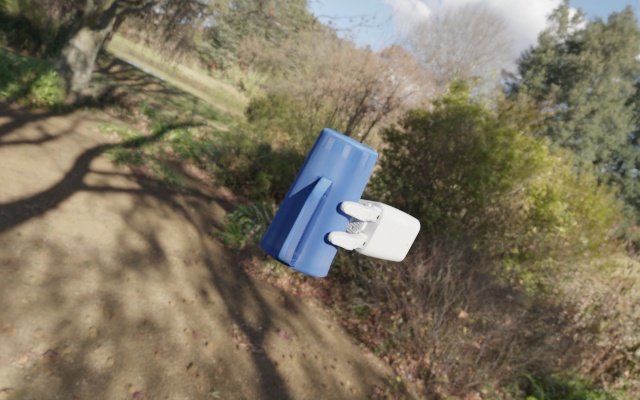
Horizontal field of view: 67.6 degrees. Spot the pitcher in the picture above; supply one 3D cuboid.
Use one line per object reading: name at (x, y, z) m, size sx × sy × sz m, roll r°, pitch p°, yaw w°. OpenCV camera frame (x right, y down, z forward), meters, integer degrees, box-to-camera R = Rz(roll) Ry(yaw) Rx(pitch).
pitcher at (0.000, 0.003, 0.828) m, size 0.145 × 0.243 × 0.149 m, roll 20°, pitch 10°, yaw -35°
